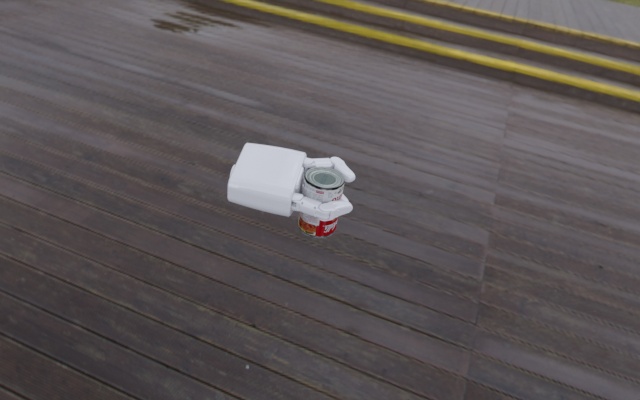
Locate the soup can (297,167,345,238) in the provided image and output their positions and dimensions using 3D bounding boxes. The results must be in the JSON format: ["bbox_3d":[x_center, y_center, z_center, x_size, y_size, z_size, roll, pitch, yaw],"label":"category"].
[{"bbox_3d":[0.001,0.003,0.801,0.068,0.102,0.068,6,35,-4],"label":"soup can"}]
